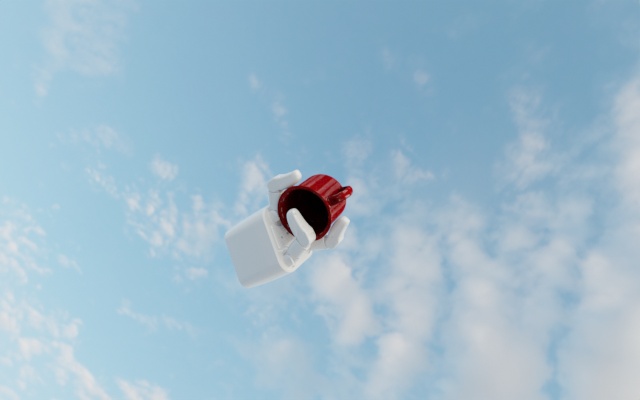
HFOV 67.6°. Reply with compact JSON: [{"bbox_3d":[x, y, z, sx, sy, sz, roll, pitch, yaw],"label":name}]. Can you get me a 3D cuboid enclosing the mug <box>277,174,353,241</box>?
[{"bbox_3d":[0.001,0.002,0.758,0.117,0.093,0.081,-25,9,32],"label":"mug"}]
